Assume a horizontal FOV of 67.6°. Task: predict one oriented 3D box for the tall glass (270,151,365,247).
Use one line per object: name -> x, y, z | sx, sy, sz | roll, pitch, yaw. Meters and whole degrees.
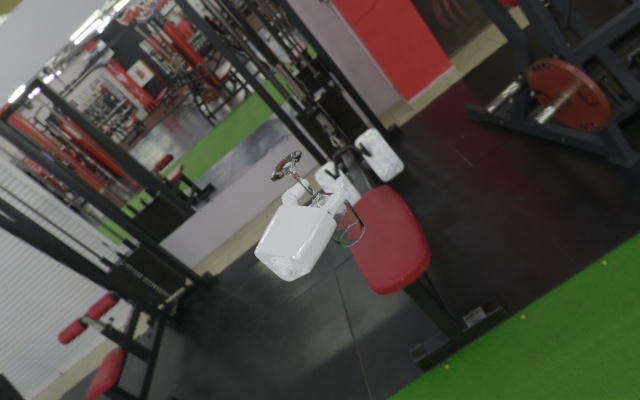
tall glass -> 0.000, 0.002, 0.894 | 0.201, 0.079, 0.079 | 46, -24, -25
